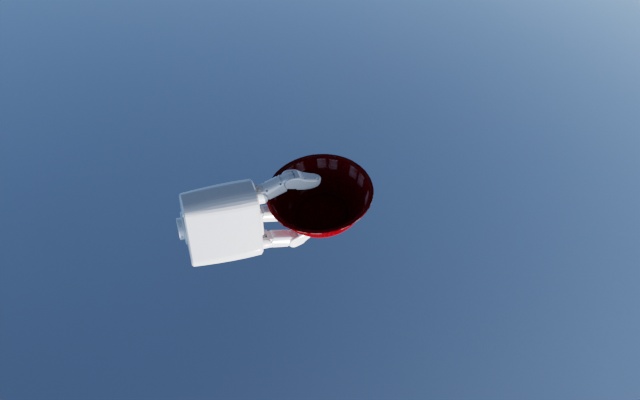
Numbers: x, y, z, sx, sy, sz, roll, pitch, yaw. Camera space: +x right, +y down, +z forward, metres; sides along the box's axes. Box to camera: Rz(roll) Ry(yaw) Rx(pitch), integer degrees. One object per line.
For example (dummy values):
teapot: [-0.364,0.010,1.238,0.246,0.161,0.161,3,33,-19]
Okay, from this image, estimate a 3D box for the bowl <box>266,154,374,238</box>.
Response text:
bowl: [0.001,0.003,0.732,0.162,0.162,0.055,0,-41,6]
